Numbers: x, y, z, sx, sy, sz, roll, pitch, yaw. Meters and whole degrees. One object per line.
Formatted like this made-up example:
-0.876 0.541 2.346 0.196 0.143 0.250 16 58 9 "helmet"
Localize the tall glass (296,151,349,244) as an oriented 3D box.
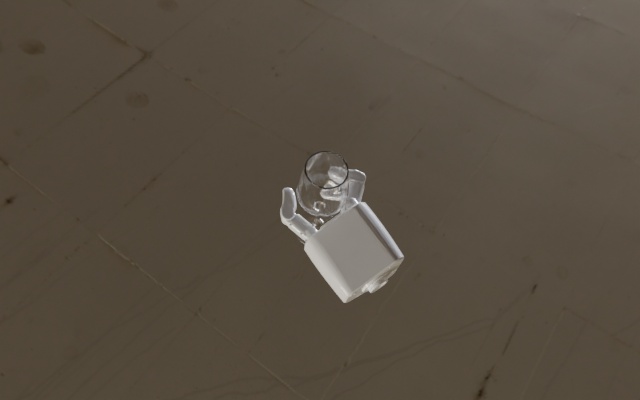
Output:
0.000 0.003 0.749 0.079 0.079 0.201 0 -27 -5 "tall glass"
